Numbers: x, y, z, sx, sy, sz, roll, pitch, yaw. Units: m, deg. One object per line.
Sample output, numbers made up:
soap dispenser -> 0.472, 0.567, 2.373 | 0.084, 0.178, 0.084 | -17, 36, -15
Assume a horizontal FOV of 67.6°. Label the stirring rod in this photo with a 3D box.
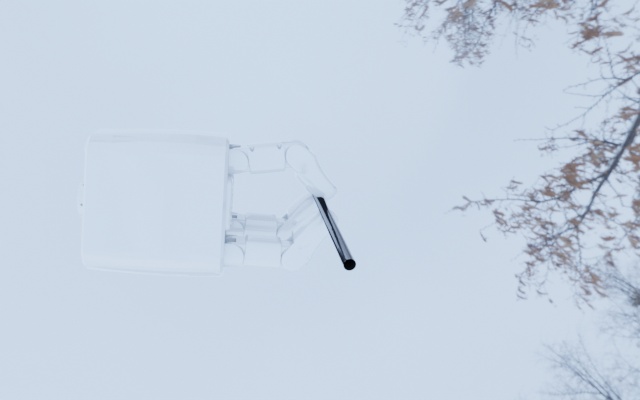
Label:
stirring rod -> 0.000, 0.001, 0.405 | 0.011, 0.011, 0.239 | 0, 19, -9
